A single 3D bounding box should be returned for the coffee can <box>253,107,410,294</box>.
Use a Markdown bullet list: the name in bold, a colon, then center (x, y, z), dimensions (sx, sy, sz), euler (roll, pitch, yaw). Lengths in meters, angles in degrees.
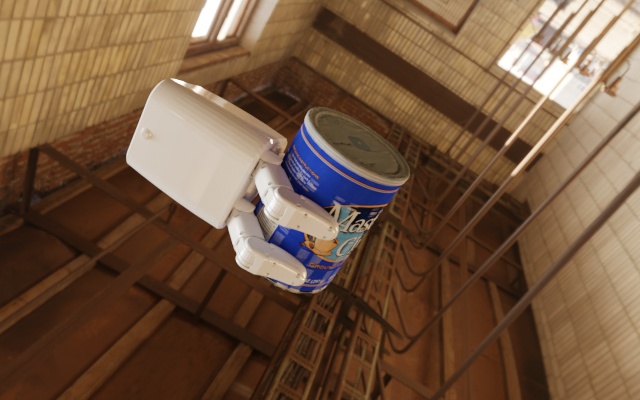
- **coffee can**: center (0.000, 0.001, 0.440), dimensions (0.103, 0.140, 0.102), euler (26, 28, -15)
